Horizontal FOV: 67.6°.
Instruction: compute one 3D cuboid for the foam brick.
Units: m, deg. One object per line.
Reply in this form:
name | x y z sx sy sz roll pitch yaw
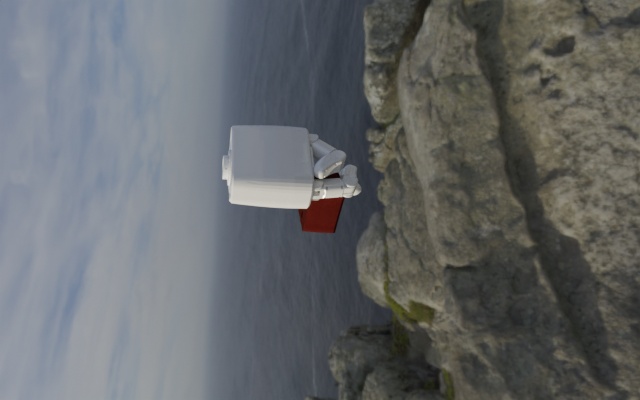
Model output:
foam brick | 0.000 0.003 0.700 0.051 0.078 0.053 2 39 -15
